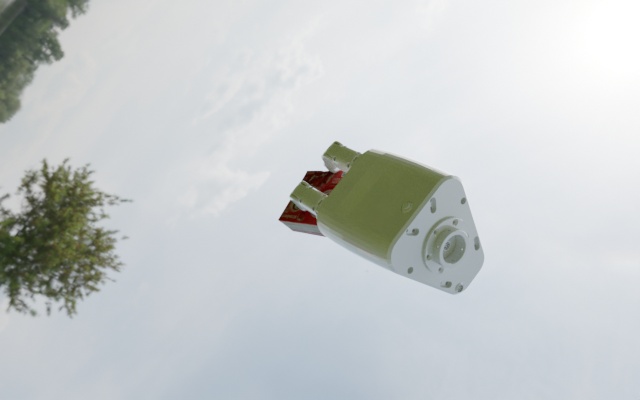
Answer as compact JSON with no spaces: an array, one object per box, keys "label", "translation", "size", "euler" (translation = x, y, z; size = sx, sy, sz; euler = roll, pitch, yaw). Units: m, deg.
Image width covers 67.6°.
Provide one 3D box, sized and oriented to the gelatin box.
[{"label":"gelatin box","translation":[0.000,0.002,0.546],"size":[0.030,0.073,0.089],"euler":[40,-20,-30]}]
